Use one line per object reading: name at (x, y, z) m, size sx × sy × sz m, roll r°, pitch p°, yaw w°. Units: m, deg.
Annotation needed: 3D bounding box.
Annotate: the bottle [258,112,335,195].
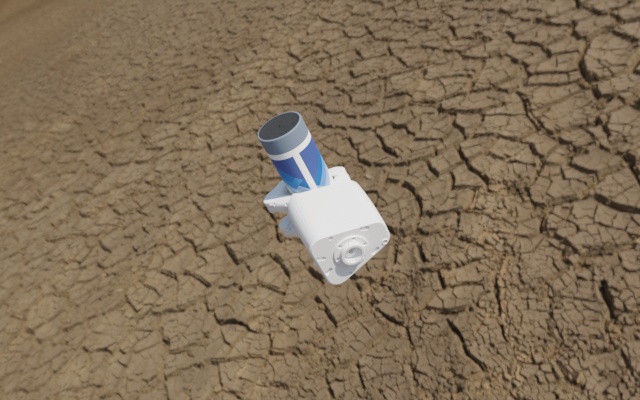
bottle at (0.000, 0.002, 0.738) m, size 0.069 × 0.296 × 0.069 m, roll -18°, pitch 38°, yaw 14°
